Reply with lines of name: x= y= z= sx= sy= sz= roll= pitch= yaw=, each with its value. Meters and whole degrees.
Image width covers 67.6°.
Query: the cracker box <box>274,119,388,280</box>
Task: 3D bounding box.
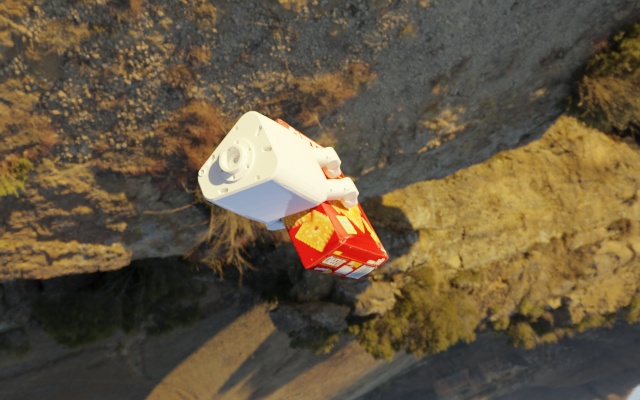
cracker box: x=0.000 y=0.003 z=0.697 sx=0.072 sy=0.213 sz=0.164 roll=-35 pitch=-28 yaw=17
